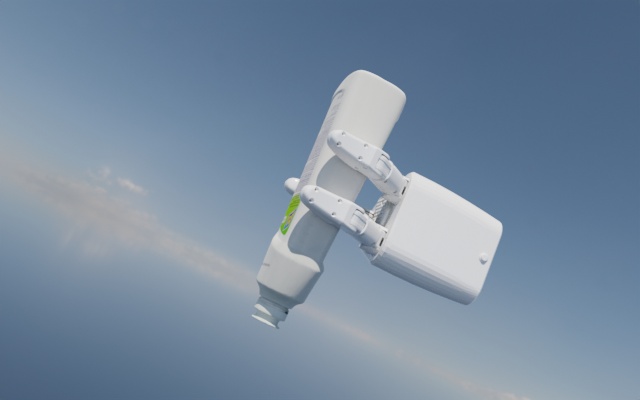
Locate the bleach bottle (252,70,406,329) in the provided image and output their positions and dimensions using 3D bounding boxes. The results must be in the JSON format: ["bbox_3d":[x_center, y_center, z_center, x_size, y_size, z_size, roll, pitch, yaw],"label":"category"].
[{"bbox_3d":[0.000,0.001,0.469,0.068,0.250,0.102,27,-12,-7],"label":"bleach bottle"}]
